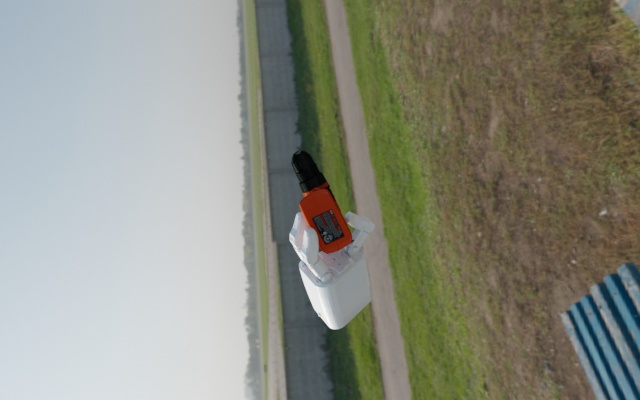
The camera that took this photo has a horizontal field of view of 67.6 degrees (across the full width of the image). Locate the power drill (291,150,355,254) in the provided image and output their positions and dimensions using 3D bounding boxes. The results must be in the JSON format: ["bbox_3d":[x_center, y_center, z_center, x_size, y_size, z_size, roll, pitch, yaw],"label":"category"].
[{"bbox_3d":[0.000,0.003,0.836,0.057,0.184,0.187,-27,11,5],"label":"power drill"}]
